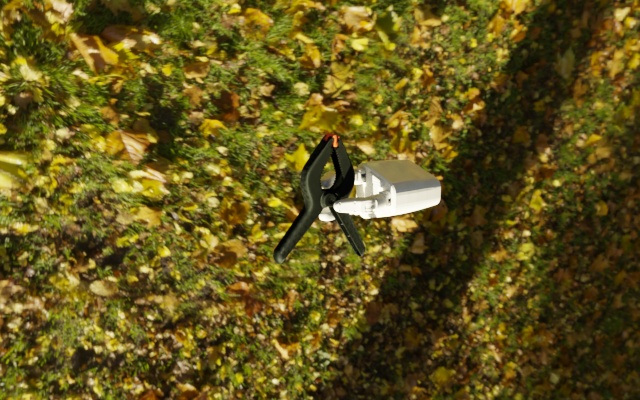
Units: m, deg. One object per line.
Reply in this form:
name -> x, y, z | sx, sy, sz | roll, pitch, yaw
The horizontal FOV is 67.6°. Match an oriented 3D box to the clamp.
clamp -> 0.001, 0.002, 0.745 | 0.164, 0.210, 0.036 | -9, 17, -29
